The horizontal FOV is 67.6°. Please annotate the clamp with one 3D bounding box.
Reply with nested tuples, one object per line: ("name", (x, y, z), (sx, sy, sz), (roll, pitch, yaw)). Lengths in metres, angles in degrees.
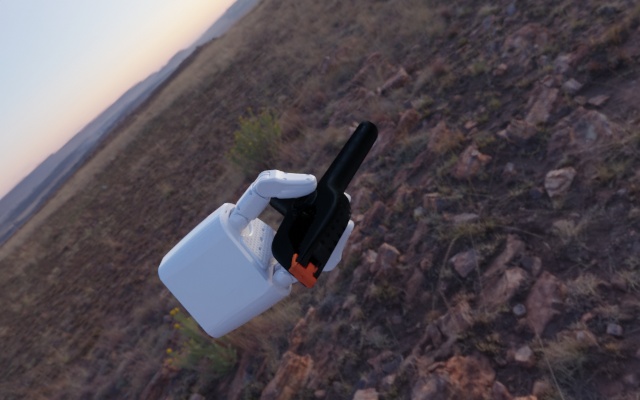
("clamp", (-0.001, 0.001, 0.493), (0.164, 0.036, 0.209), (-39, 23, 19))
